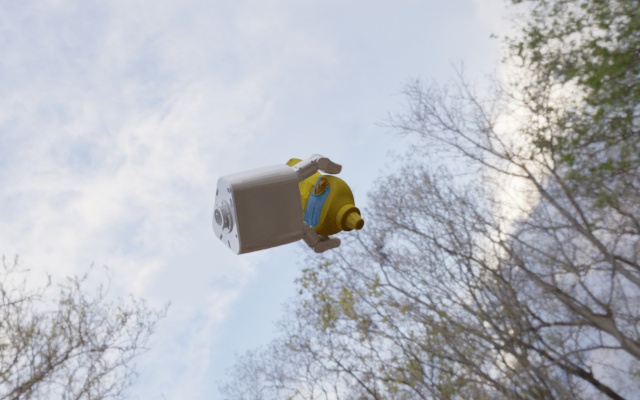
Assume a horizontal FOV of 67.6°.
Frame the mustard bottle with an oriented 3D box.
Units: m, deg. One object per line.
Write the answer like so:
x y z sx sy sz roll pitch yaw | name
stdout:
0.000 0.002 0.763 0.058 0.096 0.191 14 11 -42 | mustard bottle
